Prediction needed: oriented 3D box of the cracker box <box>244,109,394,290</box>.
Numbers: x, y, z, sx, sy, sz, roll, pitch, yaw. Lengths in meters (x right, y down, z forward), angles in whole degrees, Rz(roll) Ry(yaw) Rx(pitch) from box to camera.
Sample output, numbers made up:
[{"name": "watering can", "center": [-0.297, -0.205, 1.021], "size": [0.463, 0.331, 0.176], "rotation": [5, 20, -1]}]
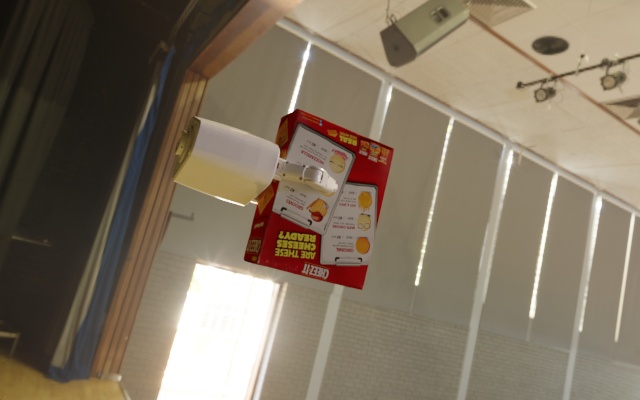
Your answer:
[{"name": "cracker box", "center": [0.000, 0.002, 0.677], "size": [0.164, 0.213, 0.072], "rotation": [18, -10, -24]}]
